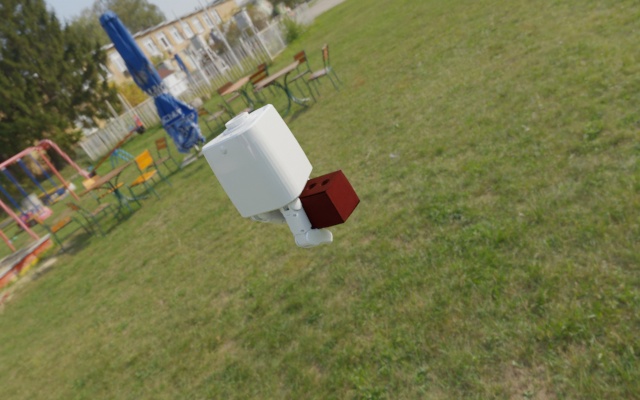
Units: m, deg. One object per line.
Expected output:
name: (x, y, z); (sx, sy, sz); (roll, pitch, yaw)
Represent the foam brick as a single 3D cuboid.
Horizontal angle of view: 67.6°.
foam brick: (0.000, 0.002, 0.622); (0.078, 0.051, 0.053); (-15, 24, 37)
